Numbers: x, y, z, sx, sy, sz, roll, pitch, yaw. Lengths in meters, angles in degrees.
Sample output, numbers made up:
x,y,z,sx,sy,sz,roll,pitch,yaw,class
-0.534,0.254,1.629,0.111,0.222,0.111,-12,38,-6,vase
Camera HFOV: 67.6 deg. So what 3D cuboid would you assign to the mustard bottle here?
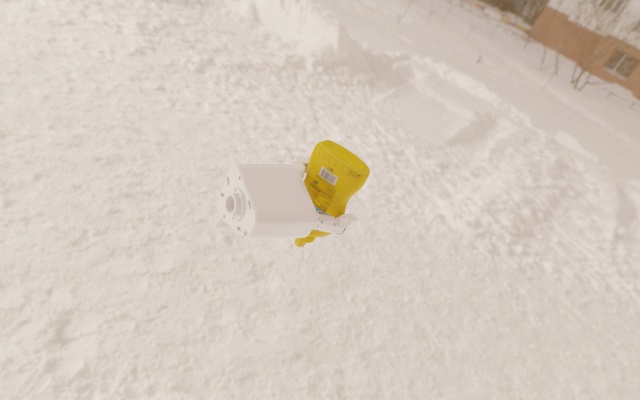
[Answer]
x,y,z,sx,sy,sz,roll,pitch,yaw,class
0.000,0.002,0.794,0.096,0.192,0.058,36,30,16,mustard bottle
